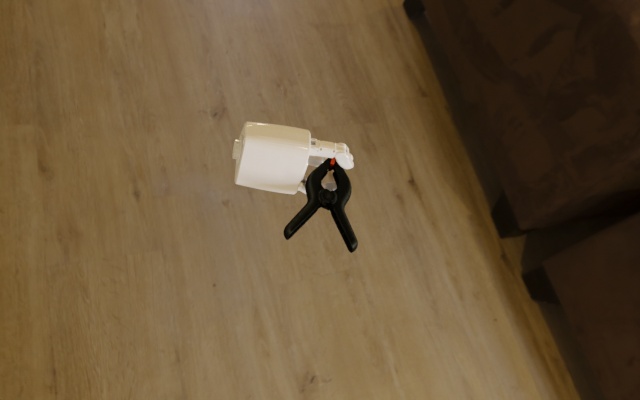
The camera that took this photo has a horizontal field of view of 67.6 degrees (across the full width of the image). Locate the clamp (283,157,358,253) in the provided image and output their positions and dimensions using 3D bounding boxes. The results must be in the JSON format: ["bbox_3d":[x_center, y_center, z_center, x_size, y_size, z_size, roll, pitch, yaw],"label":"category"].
[{"bbox_3d":[0.000,0.002,0.794,0.120,0.171,0.039,7,-29,-15],"label":"clamp"}]
